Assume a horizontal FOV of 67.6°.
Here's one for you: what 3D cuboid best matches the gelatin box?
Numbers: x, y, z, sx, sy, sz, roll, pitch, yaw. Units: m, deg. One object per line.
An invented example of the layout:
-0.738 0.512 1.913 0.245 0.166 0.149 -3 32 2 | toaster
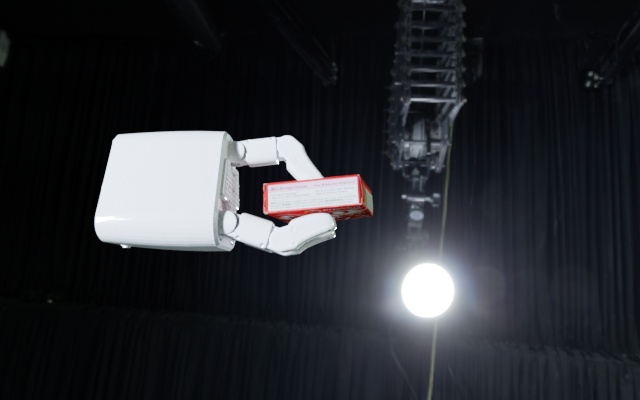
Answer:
0.000 0.001 0.442 0.089 0.030 0.073 -6 -11 12 | gelatin box
